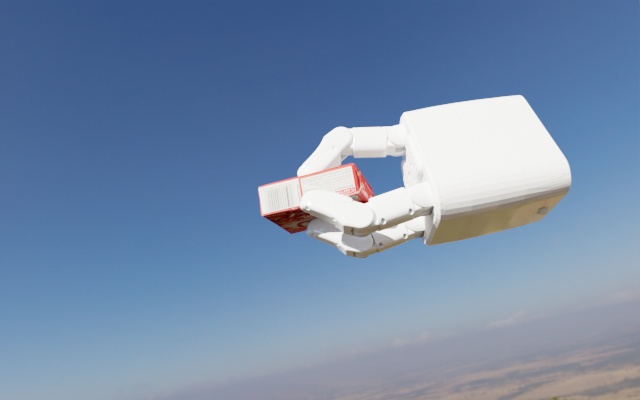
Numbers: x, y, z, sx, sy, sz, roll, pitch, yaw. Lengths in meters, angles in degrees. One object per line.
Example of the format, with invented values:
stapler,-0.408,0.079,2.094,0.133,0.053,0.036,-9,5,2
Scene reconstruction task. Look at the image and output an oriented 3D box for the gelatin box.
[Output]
gelatin box,0.000,0.001,0.425,0.089,0.030,0.073,-13,-19,13
